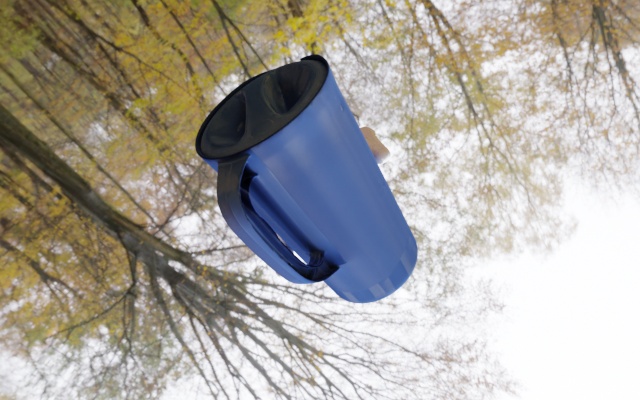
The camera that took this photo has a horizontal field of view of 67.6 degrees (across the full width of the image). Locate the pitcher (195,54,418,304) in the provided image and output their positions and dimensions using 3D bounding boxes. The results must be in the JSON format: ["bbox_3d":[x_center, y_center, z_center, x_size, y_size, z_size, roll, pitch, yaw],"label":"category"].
[{"bbox_3d":[0.000,0.001,0.460,0.149,0.243,0.145,-40,35,-5],"label":"pitcher"}]
